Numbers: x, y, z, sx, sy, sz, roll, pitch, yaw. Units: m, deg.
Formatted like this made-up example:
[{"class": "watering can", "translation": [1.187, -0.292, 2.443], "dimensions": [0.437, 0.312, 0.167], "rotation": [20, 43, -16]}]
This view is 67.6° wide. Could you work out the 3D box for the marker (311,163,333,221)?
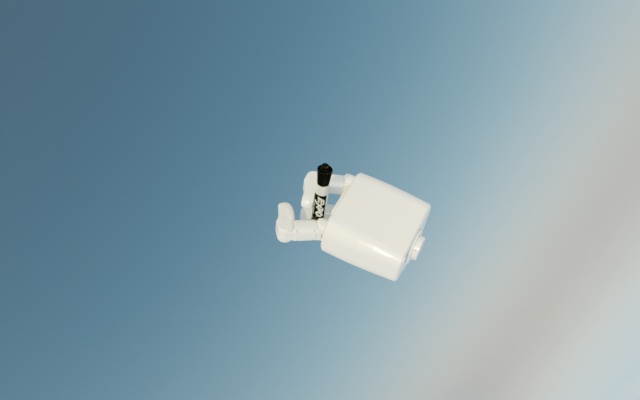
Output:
[{"class": "marker", "translation": [0.000, 0.002, 0.605], "dimensions": [0.020, 0.121, 0.020], "rotation": [4, 43, -4]}]
